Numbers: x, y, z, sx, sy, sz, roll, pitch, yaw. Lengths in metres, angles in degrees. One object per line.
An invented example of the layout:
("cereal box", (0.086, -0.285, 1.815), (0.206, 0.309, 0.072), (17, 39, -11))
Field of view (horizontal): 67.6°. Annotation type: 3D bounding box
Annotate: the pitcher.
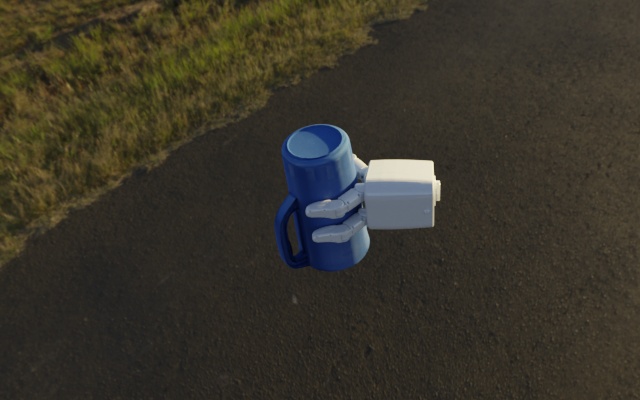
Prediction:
("pitcher", (0.000, 0.003, 0.809), (0.145, 0.243, 0.149), (0, 43, 13))
